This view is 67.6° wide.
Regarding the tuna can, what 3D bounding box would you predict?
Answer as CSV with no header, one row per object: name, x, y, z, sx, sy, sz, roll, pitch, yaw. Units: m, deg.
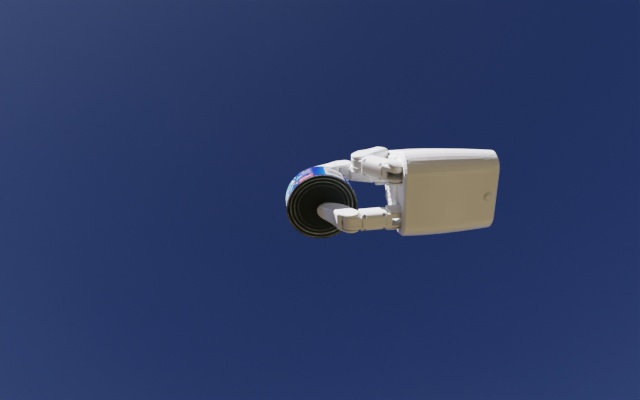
tuna can,0.000,0.002,0.587,0.086,0.086,0.033,0,26,-8
